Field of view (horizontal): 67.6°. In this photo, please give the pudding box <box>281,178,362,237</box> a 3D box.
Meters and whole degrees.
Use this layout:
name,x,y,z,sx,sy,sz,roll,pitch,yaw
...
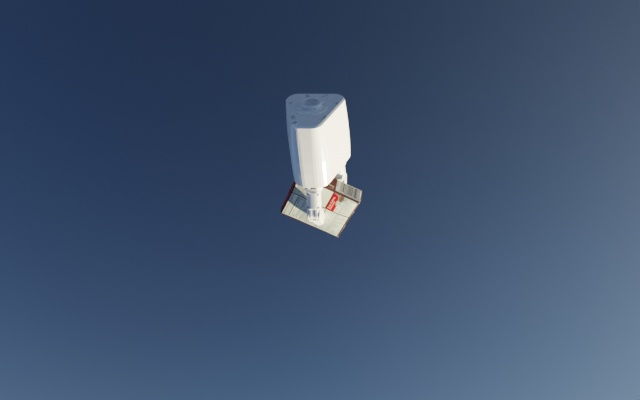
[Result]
name,x,y,z,sx,sy,sz,roll,pitch,yaw
pudding box,0.000,0.003,0.808,0.113,0.090,0.039,25,37,-7
